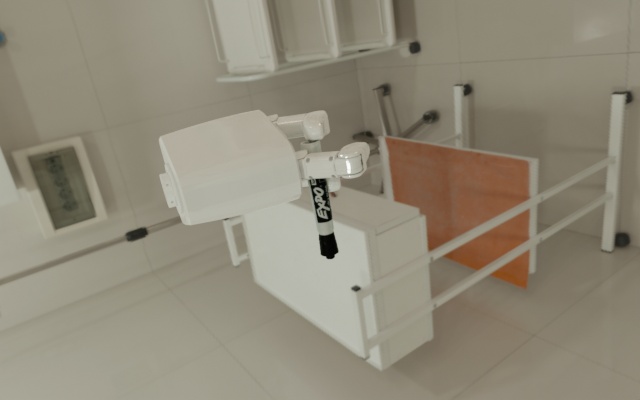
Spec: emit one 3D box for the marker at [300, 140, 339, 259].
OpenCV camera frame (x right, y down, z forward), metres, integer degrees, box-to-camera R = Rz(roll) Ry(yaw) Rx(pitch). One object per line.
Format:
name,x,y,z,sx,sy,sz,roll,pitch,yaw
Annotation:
marker,0.000,0.002,0.466,0.020,0.121,0.020,-9,18,3
